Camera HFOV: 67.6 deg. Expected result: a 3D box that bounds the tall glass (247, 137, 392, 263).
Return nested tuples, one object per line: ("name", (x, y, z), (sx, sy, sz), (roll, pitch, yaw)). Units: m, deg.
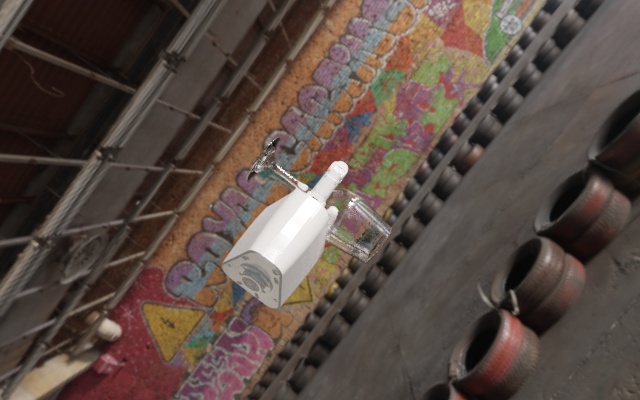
("tall glass", (0.000, 0.002, 0.656), (0.201, 0.079, 0.079), (37, 1, 1))
